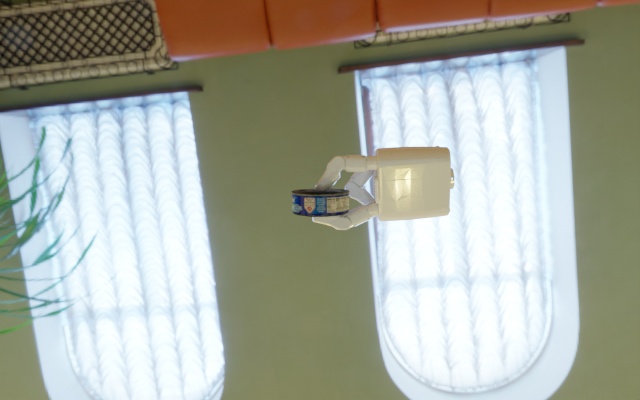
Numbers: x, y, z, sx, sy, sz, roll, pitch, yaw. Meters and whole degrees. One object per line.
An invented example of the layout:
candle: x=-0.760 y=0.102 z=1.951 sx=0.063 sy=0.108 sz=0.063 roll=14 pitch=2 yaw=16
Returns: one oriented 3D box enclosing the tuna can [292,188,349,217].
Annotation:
tuna can: x=0.000 y=0.003 z=0.710 sx=0.086 sy=0.034 sz=0.086 roll=-1 pitch=7 yaw=0
